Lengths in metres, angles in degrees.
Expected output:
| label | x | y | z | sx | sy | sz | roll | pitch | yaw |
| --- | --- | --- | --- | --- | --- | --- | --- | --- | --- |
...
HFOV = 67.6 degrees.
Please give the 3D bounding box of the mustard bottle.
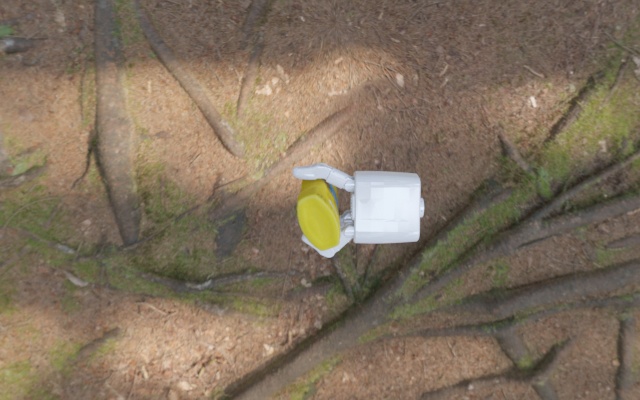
| label | x | y | z | sx | sy | sz | roll | pitch | yaw |
| --- | --- | --- | --- | --- | --- | --- | --- | --- | --- |
| mustard bottle | 0.000 | 0.003 | 0.806 | 0.058 | 0.096 | 0.191 | -23 | 18 | 10 |
